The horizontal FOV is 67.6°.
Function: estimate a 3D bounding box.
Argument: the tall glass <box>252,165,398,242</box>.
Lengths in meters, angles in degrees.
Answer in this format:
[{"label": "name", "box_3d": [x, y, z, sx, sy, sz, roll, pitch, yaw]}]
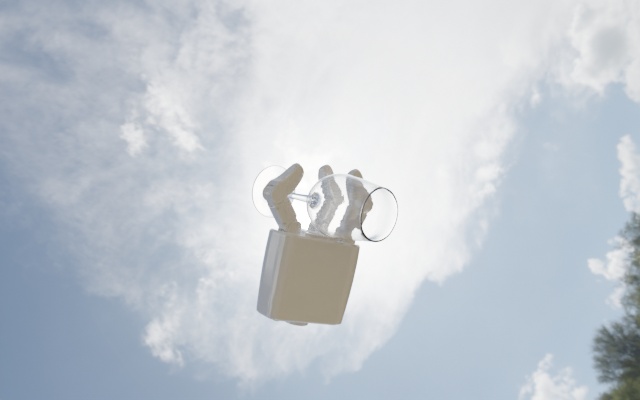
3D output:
[{"label": "tall glass", "box_3d": [0.000, 0.002, 0.595, 0.079, 0.079, 0.201, 0, 8, -41]}]
